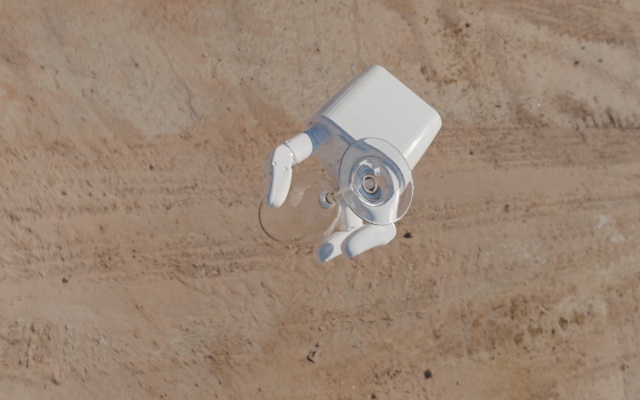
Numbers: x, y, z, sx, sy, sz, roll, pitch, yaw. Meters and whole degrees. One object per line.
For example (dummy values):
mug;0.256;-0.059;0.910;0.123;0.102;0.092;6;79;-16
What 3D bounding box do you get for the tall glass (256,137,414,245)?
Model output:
tall glass;0.000;0.001;0.475;0.079;0.079;0.201;0;-11;-29
